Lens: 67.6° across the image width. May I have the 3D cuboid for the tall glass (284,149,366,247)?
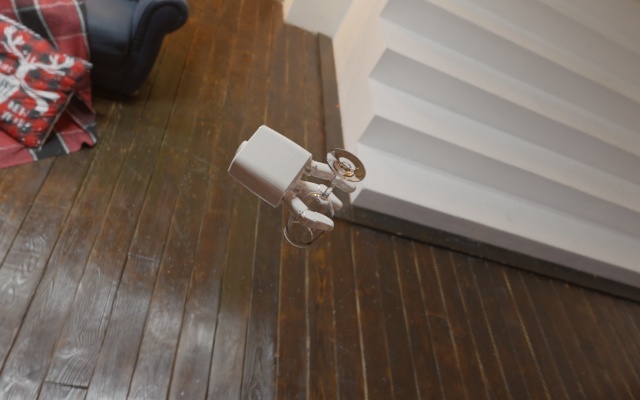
[{"bbox_3d":[0.001,0.002,0.853,0.079,0.079,0.201,0,-39,-33],"label":"tall glass"}]
